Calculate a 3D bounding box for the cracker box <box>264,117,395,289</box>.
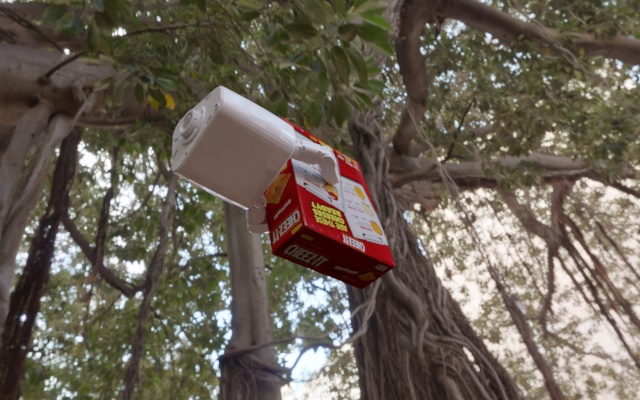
[{"bbox_3d":[0.000,0.002,0.666,0.164,0.213,0.072,27,-56,-35],"label":"cracker box"}]
